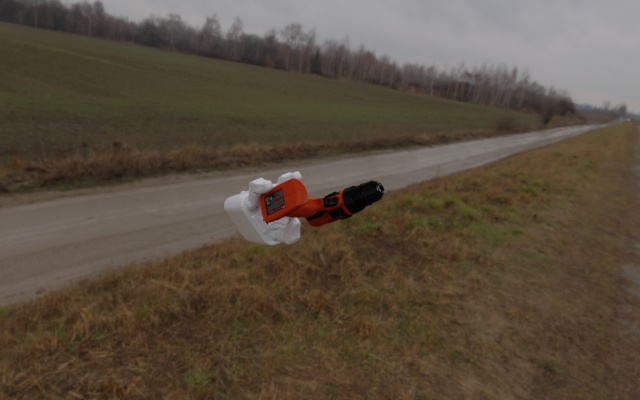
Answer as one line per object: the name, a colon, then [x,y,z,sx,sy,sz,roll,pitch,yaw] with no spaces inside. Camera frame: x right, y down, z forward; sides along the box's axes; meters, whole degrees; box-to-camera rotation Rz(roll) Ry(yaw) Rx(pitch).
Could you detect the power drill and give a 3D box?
power drill: [0.000,0.003,0.870,0.184,0.057,0.187,-27,-23,38]
